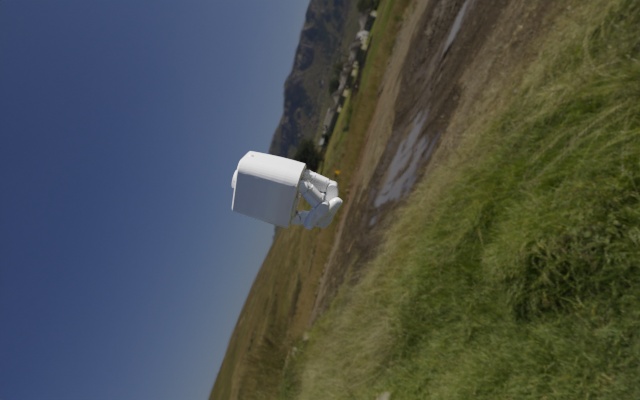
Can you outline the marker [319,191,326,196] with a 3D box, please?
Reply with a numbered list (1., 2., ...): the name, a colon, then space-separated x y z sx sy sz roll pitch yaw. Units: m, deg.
1. marker: 0.000 0.003 0.878 0.020 0.020 0.121 0 18 5
